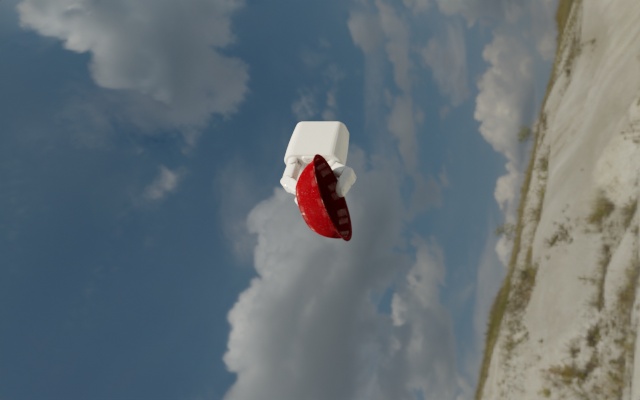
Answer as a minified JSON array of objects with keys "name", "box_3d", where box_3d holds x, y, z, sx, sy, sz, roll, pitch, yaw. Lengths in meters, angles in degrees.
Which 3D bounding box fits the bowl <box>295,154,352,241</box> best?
[{"name":"bowl","box_3d":[0.000,0.004,0.837,0.055,0.162,0.162,-21,-5,15]}]
